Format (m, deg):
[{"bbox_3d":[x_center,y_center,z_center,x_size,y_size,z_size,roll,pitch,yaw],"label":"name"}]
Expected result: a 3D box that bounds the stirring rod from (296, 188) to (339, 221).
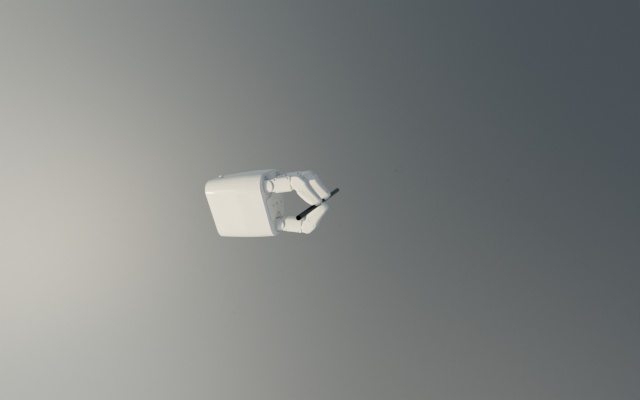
[{"bbox_3d":[0.000,0.003,0.802,0.011,0.011,0.239,0,11,16],"label":"stirring rod"}]
